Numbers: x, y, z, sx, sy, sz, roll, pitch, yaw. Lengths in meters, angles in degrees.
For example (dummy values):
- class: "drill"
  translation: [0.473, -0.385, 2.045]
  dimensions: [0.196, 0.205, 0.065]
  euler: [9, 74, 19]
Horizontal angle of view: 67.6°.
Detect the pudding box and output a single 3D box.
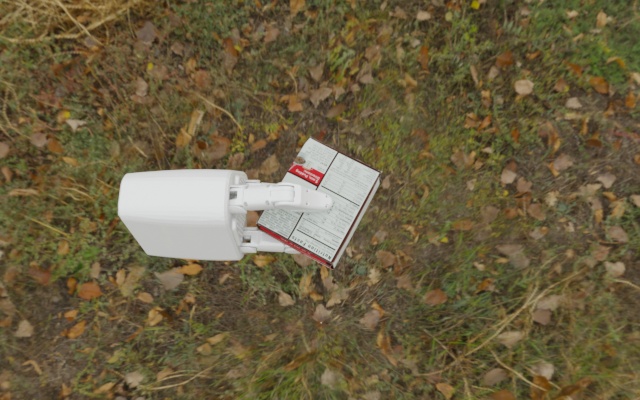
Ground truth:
- class: "pudding box"
  translation: [0.000, 0.002, 0.496]
  dimensions: [0.090, 0.113, 0.039]
  euler: [28, -11, 9]
